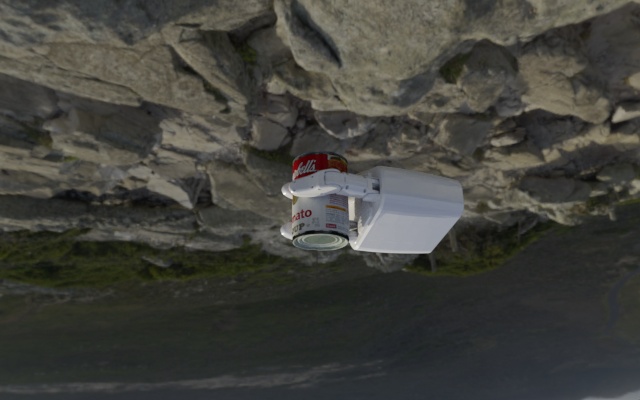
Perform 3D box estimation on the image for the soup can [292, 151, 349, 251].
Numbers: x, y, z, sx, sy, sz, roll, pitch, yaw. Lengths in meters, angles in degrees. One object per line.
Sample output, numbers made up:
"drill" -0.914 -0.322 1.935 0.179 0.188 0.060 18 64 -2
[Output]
"soup can" 0.000 0.002 0.566 0.068 0.102 0.068 0 -22 0
